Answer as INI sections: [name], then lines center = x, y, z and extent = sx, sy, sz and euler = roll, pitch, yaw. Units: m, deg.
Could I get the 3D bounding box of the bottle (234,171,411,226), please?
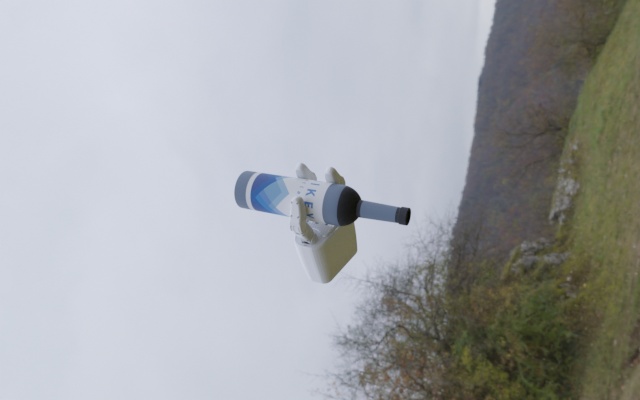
[bottle]
center = 0.000, 0.002, 0.777
extent = 0.295, 0.069, 0.069
euler = 9, 4, 24
